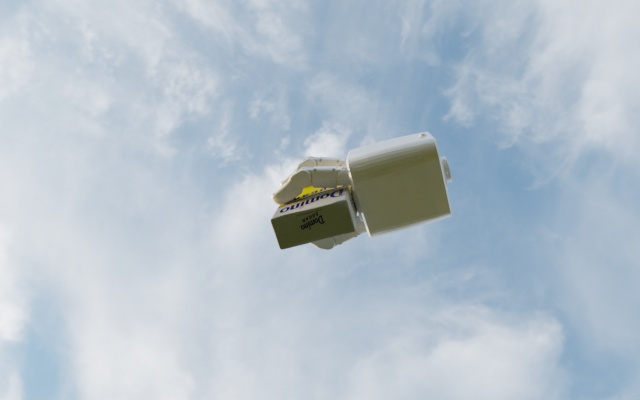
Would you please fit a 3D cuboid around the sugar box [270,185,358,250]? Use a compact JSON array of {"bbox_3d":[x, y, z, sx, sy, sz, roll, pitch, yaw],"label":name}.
[{"bbox_3d":[0.000,0.001,0.615,0.093,0.048,0.176,-15,13,10],"label":"sugar box"}]
